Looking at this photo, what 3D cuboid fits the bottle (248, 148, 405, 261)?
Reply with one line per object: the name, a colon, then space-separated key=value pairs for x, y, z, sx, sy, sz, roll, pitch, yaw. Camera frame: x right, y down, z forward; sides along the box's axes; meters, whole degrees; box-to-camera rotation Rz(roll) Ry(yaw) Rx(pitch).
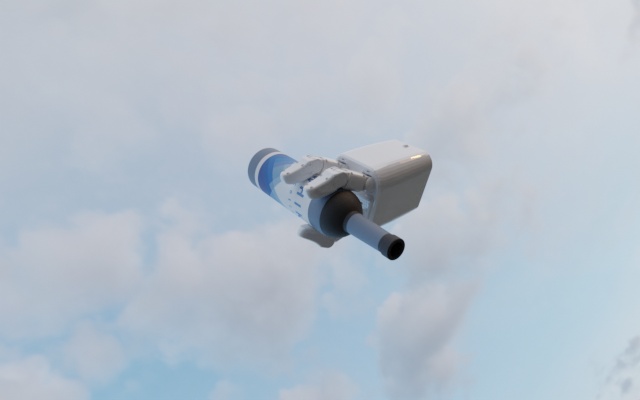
bottle: x=0.000 y=0.002 z=0.640 sx=0.069 sy=0.069 sz=0.295 roll=0 pitch=21 yaw=-38
